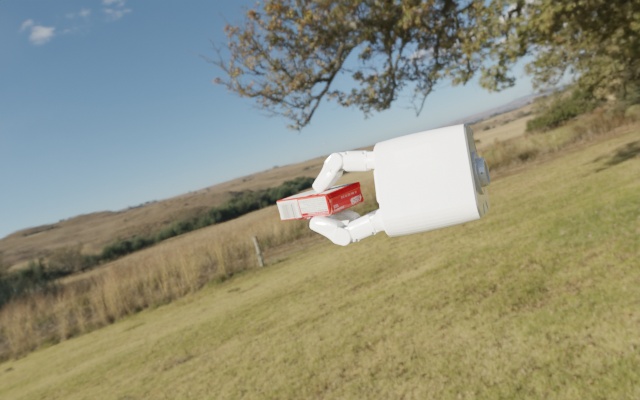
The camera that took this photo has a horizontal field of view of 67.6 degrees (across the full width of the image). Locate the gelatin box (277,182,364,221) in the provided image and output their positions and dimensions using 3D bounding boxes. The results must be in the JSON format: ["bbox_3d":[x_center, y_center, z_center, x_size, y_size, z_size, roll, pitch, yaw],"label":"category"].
[{"bbox_3d":[0.000,0.002,0.626,0.089,0.030,0.073,-8,8,39],"label":"gelatin box"}]
